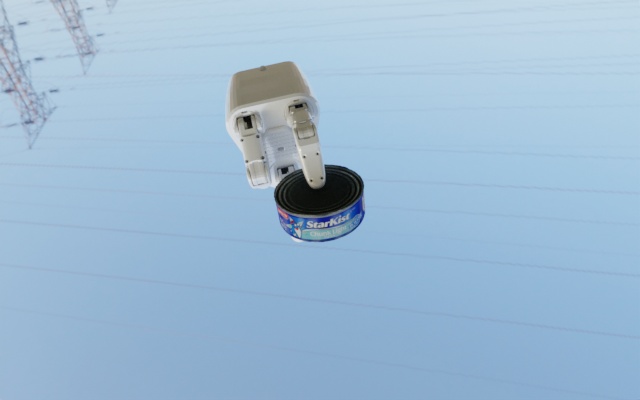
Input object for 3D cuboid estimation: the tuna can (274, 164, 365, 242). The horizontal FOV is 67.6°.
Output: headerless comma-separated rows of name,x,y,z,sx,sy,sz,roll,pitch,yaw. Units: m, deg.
tuna can,0.000,0.002,0.459,0.086,0.034,0.086,-5,35,4
